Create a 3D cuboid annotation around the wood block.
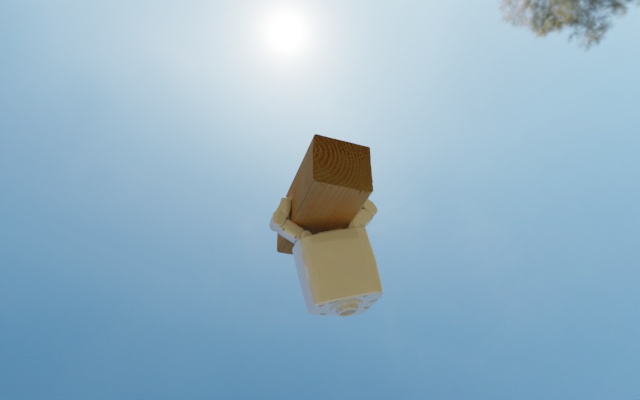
[{"bbox_3d":[0.000,0.003,0.757,0.091,0.090,0.206,11,-37,-15],"label":"wood block"}]
